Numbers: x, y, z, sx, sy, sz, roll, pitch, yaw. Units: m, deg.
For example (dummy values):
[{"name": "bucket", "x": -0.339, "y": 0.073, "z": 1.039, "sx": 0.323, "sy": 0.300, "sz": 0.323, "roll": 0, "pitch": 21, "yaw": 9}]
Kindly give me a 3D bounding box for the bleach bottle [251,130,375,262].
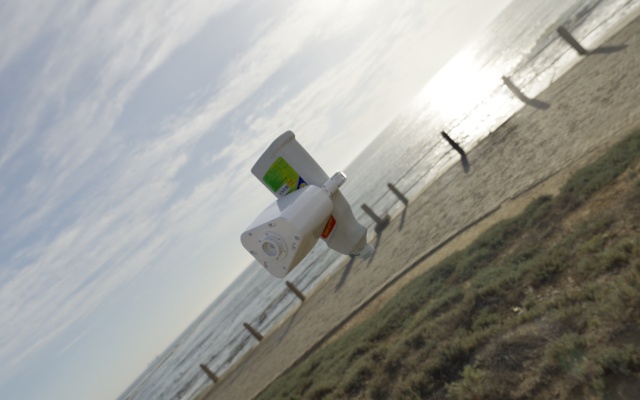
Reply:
[{"name": "bleach bottle", "x": 0.000, "y": 0.003, "z": 0.819, "sx": 0.103, "sy": 0.251, "sz": 0.068, "roll": -45, "pitch": 1, "yaw": 37}]
